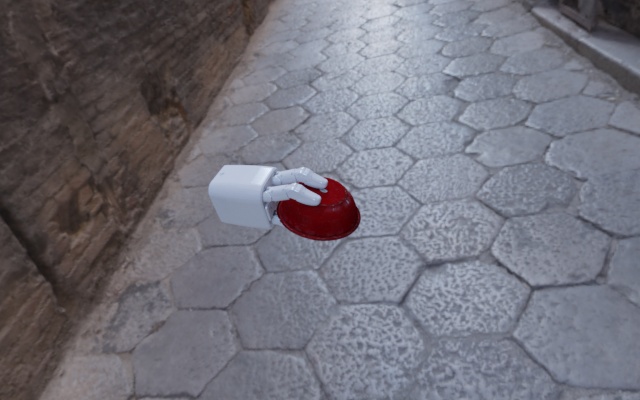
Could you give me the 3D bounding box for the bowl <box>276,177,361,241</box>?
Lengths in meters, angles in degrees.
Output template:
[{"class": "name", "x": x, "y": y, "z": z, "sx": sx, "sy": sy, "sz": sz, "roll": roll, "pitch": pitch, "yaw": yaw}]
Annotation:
[{"class": "bowl", "x": 0.002, "y": 0.003, "z": 0.893, "sx": 0.162, "sy": 0.055, "sz": 0.162, "roll": 6, "pitch": 36, "yaw": -4}]
